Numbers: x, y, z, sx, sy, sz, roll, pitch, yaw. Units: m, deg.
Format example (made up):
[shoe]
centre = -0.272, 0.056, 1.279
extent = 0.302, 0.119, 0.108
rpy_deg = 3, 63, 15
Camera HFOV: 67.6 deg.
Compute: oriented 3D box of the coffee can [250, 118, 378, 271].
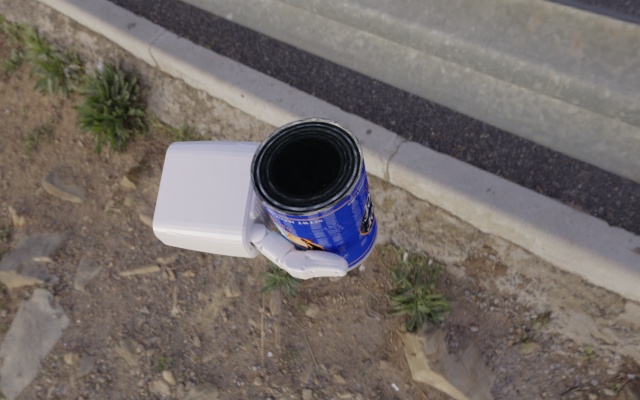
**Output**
[coffee can]
centre = 0.000, 0.002, 0.477
extent = 0.103, 0.102, 0.140
rpy_deg = 0, -29, 12
